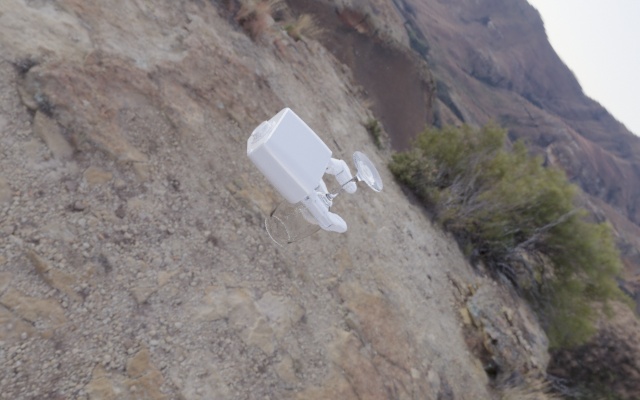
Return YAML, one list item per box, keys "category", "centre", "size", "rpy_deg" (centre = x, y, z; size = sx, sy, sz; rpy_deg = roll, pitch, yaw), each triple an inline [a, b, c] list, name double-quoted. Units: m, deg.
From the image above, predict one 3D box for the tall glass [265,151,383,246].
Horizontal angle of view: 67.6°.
- category: "tall glass"
  centre: [0.001, 0.002, 0.794]
  size: [0.201, 0.079, 0.079]
  rpy_deg: [-33, -16, 25]
